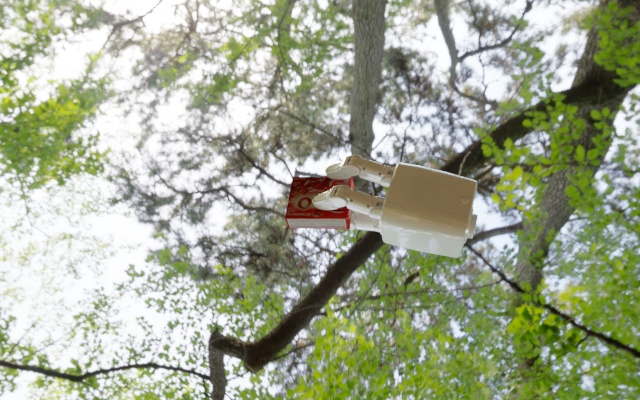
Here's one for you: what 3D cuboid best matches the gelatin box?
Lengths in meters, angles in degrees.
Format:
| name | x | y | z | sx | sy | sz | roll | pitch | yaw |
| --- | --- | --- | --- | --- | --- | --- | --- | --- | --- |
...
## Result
| name | x | y | z | sx | sy | sz | roll | pitch | yaw |
| --- | --- | --- | --- | --- | --- | --- | --- | --- | --- |
| gelatin box | 0.000 | 0.002 | 0.668 | 0.089 | 0.073 | 0.030 | 0 | -36 | 11 |
